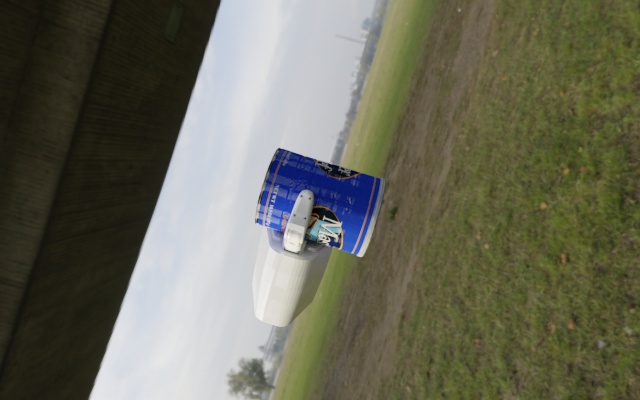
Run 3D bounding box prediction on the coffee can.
[{"bbox_3d":[0.000,0.002,0.603,0.140,0.103,0.103,17,0,1],"label":"coffee can"}]
